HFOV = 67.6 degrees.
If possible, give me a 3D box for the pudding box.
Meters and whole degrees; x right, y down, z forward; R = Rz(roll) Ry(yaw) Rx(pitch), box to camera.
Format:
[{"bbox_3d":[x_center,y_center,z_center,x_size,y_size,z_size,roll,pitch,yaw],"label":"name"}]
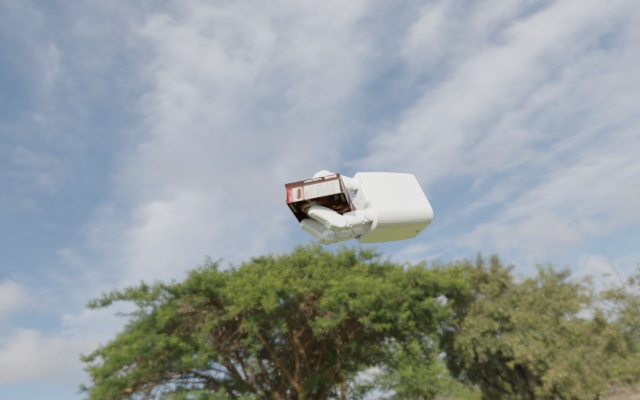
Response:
[{"bbox_3d":[0.000,0.002,0.759,0.090,0.039,0.113,-12,-26,7],"label":"pudding box"}]
